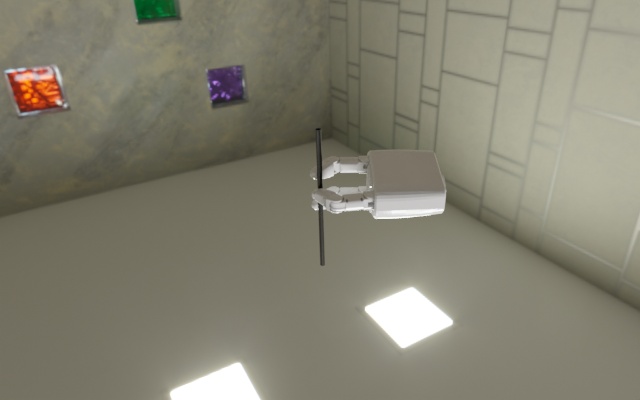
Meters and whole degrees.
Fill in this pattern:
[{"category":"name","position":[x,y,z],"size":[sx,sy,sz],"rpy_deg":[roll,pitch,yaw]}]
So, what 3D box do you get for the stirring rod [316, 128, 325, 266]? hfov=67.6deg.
[{"category":"stirring rod","position":[0.000,0.002,0.748],"size":[0.011,0.240,0.011],"rpy_deg":[-1,29,1]}]
